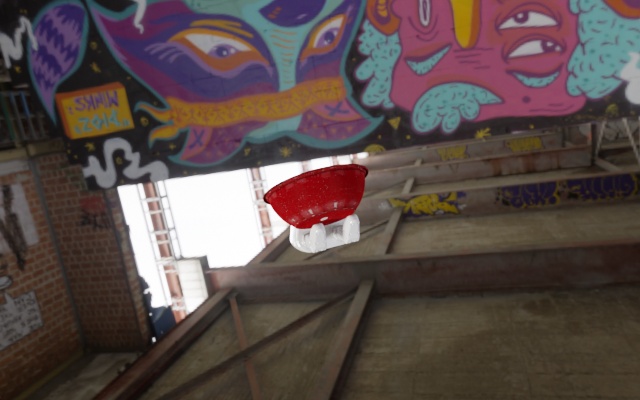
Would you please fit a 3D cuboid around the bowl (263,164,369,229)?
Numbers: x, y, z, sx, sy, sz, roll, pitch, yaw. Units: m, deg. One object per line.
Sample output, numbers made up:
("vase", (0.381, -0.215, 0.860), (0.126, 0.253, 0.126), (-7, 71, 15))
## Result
("bowl", (0.000, 0.002, 0.700), (0.162, 0.055, 0.162), (-15, -14, -4))
